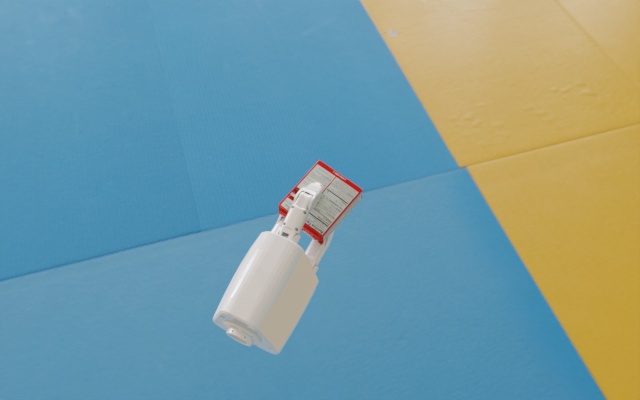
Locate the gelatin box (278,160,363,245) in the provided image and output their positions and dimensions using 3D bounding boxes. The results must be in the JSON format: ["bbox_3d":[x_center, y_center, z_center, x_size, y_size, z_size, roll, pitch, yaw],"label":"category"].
[{"bbox_3d":[0.000,0.002,0.622,0.073,0.089,0.030,35,-20,17],"label":"gelatin box"}]
